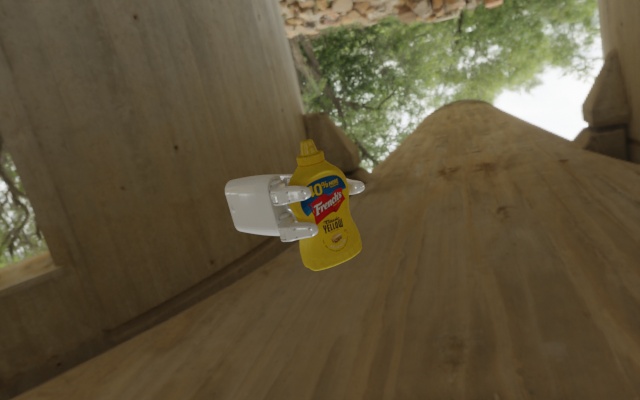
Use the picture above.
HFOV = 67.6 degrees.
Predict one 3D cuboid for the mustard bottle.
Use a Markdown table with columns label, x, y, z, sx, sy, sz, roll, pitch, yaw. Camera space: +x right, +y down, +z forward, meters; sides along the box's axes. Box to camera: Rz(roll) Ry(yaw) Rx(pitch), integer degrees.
| label | x | y | z | sx | sy | sz | roll | pitch | yaw |
| --- | --- | --- | --- | --- | --- | --- | --- | --- | --- |
| mustard bottle | 0.000 | 0.003 | 0.722 | 0.096 | 0.192 | 0.058 | -20 | 16 | -23 |
